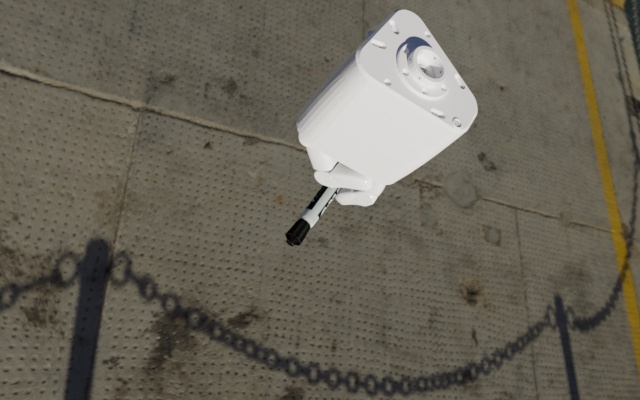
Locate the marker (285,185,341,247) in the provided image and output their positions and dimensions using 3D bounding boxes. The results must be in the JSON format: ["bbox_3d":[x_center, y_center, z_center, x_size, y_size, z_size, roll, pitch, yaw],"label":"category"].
[{"bbox_3d":[0.000,0.002,0.508,0.020,0.020,0.121,0,43,45],"label":"marker"}]
